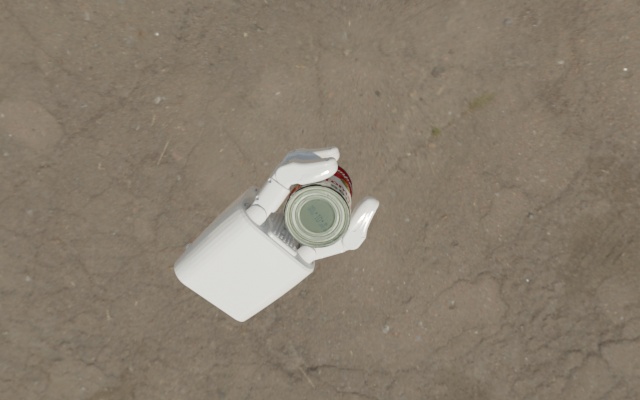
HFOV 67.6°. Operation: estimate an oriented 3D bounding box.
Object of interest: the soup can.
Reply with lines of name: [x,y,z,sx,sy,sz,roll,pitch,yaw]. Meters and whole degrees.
soup can: [0.001,0.002,0.514,0.068,0.068,0.102,0,17,5]
